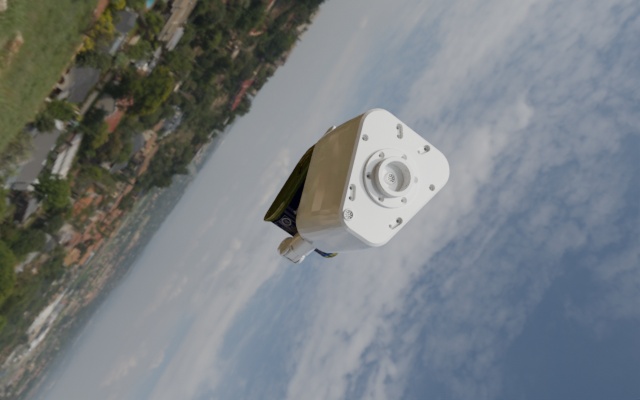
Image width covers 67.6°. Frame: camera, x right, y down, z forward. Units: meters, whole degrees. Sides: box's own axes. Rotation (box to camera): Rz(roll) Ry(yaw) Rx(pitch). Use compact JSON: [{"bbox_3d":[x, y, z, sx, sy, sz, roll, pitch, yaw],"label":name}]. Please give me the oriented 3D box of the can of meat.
[{"bbox_3d":[0.000,0.002,0.533,0.084,0.102,0.057,35,-20,-12],"label":"can of meat"}]
